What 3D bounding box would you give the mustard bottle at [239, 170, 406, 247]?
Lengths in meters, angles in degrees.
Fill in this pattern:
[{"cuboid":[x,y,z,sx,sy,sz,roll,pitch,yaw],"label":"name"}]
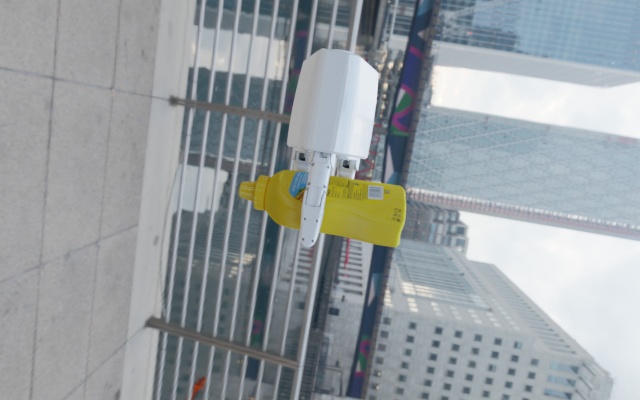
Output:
[{"cuboid":[0.000,0.002,0.558,0.191,0.058,0.096,10,30,3],"label":"mustard bottle"}]
